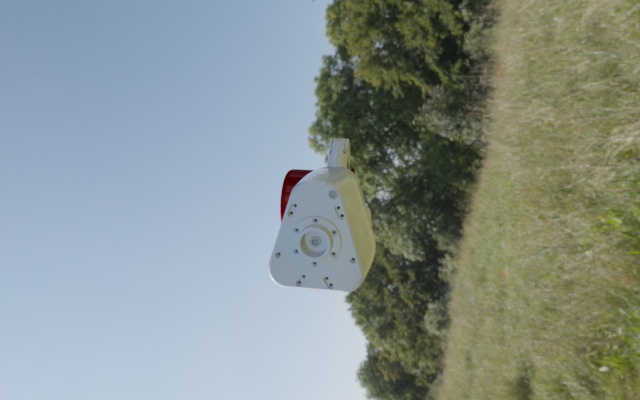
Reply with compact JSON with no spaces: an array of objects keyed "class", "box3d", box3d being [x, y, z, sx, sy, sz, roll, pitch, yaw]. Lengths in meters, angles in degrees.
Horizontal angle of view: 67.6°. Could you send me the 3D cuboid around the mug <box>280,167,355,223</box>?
[{"class":"mug","box3d":[0.000,0.002,0.602,0.081,0.093,0.117,3,9,9]}]
